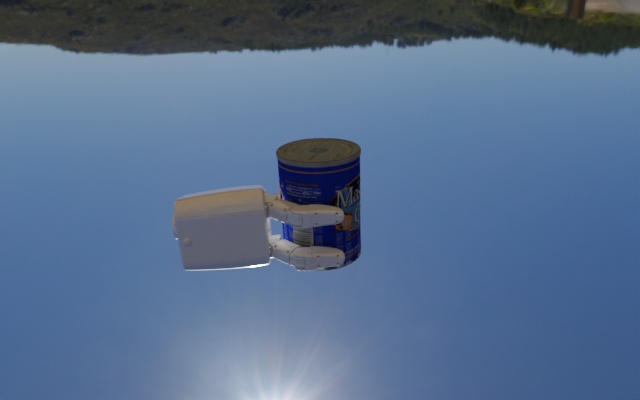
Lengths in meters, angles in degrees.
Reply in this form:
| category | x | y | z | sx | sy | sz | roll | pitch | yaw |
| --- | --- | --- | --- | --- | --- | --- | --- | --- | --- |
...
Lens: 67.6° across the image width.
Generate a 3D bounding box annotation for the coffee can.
| category | x | y | z | sx | sy | sz | roll | pitch | yaw |
| --- | --- | --- | --- | --- | --- | --- | --- | --- | --- |
| coffee can | 0.000 | 0.002 | 0.603 | 0.103 | 0.140 | 0.102 | -2 | 23 | 1 |
